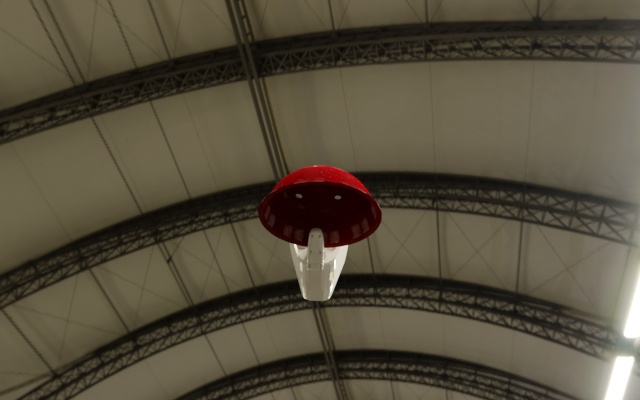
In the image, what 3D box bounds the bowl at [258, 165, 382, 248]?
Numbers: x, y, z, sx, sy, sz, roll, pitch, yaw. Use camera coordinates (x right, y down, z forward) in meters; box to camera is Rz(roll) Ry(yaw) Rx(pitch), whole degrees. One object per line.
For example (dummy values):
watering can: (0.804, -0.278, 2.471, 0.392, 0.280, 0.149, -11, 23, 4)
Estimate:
bowl: (0.000, 0.001, 0.637, 0.162, 0.055, 0.162, 2, -34, 1)
